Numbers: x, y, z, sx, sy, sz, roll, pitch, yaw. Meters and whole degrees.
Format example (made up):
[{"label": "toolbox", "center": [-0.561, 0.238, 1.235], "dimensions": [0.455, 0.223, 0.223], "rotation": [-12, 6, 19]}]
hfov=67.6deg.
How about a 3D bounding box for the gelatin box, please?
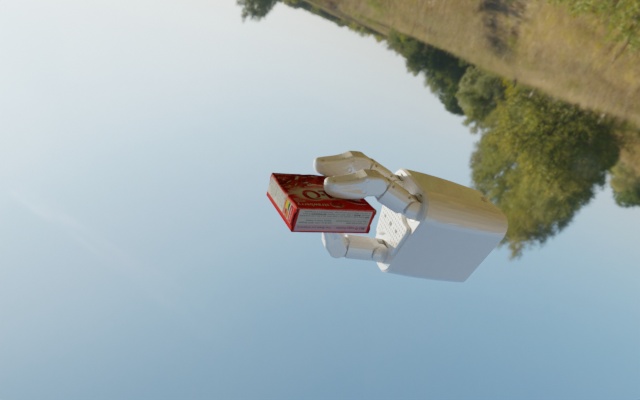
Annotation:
[{"label": "gelatin box", "center": [0.000, 0.002, 0.477], "dimensions": [0.089, 0.030, 0.073], "rotation": [2, 28, -28]}]
